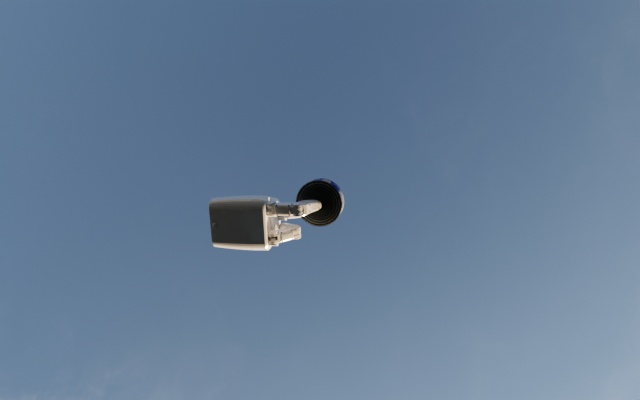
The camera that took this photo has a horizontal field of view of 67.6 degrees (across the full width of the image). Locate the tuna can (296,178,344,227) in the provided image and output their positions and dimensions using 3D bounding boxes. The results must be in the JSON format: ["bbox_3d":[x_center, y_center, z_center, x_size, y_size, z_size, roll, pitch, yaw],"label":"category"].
[{"bbox_3d":[0.000,0.003,0.878,0.086,0.086,0.033,0,11,13],"label":"tuna can"}]
